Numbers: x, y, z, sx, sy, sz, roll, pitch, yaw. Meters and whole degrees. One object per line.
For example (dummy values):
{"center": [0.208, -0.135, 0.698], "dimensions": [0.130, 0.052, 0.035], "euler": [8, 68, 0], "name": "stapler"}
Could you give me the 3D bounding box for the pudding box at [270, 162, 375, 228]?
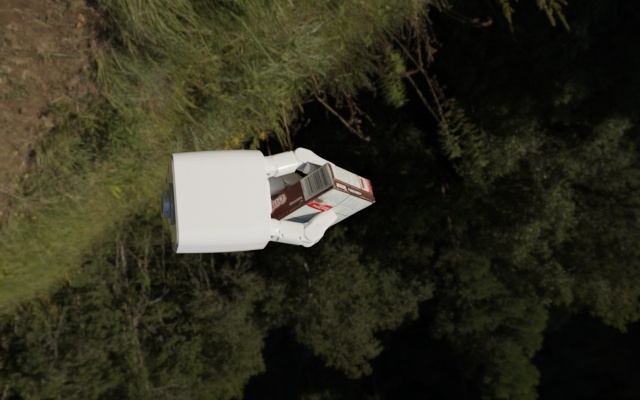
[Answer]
{"center": [0.000, 0.002, 0.626], "dimensions": [0.113, 0.039, 0.090], "euler": [-29, -29, 32], "name": "pudding box"}
